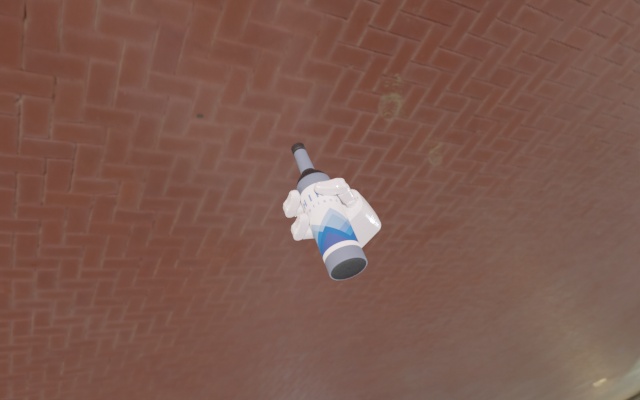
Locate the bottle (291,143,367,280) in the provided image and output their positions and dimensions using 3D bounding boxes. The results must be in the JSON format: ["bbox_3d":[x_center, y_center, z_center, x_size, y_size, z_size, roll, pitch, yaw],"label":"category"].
[{"bbox_3d":[0.000,0.003,0.866,0.069,0.295,0.069,-14,-37,-11],"label":"bottle"}]
